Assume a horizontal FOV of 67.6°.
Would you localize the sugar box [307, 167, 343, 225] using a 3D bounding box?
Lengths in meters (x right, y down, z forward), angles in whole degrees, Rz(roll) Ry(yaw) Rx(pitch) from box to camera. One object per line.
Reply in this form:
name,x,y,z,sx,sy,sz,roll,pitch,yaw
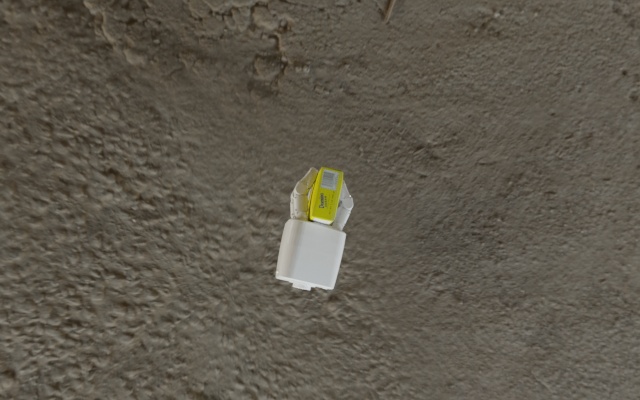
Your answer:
sugar box,0.000,0.003,0.900,0.048,0.093,0.176,14,-12,-8
